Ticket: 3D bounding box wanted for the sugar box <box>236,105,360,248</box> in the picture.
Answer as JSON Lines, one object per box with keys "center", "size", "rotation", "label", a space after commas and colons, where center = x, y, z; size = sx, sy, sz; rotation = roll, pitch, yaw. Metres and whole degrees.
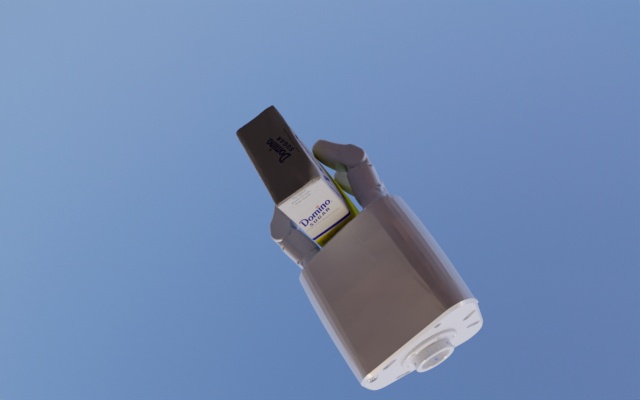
{"center": [0.001, 0.001, 0.432], "size": [0.048, 0.093, 0.176], "rotation": [-35, -36, 3], "label": "sugar box"}
